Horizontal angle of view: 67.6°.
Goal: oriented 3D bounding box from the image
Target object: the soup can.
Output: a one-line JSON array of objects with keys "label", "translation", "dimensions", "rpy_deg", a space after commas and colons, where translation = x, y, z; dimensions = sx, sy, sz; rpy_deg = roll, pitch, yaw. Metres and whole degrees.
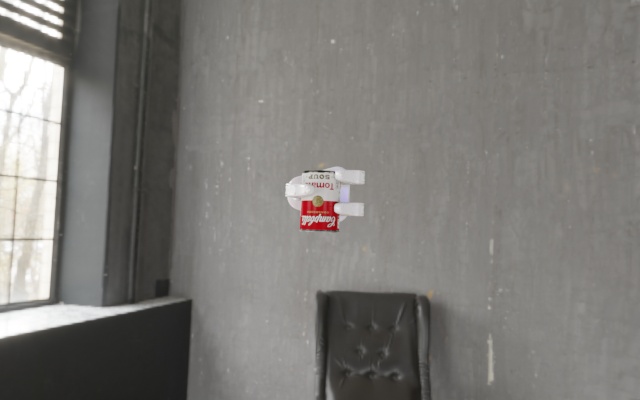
[{"label": "soup can", "translation": [0.000, 0.002, 0.809], "dimensions": [0.068, 0.102, 0.068], "rpy_deg": [2, -3, 0]}]
